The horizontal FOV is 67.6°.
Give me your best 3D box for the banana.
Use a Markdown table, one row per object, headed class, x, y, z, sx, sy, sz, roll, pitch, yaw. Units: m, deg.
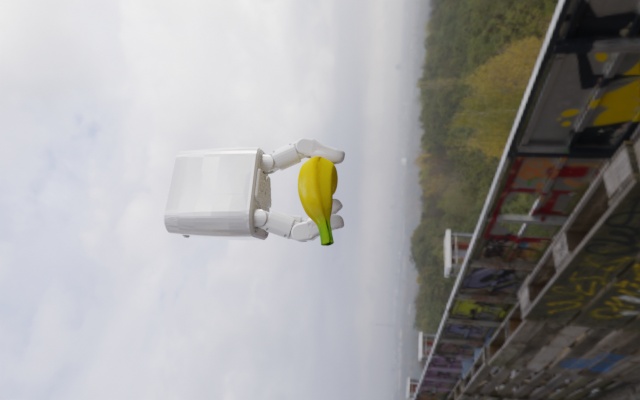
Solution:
| class | x | y | z | sx | sy | sz | roll | pitch | yaw |
| --- | --- | --- | --- | --- | --- | --- | --- | --- | --- |
| banana | -0.001 | -0.015 | 0.525 | 0.037 | 0.070 | 0.197 | -3 | 16 | 5 |
